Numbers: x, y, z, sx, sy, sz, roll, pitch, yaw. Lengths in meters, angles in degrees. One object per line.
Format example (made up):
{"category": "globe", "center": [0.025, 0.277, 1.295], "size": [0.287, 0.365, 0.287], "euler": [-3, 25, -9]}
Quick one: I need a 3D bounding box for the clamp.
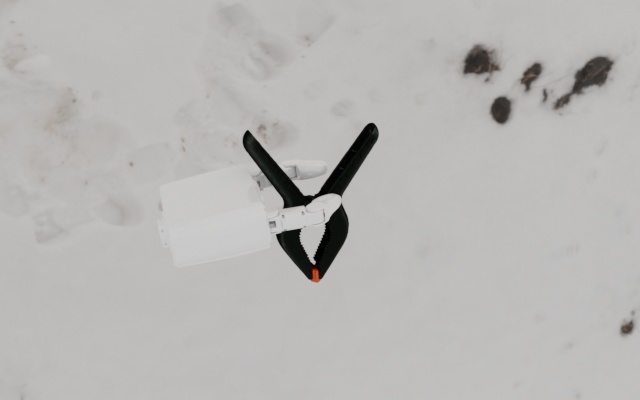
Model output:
{"category": "clamp", "center": [0.000, 0.003, 0.593], "size": [0.164, 0.210, 0.036], "euler": [-12, 23, -13]}
